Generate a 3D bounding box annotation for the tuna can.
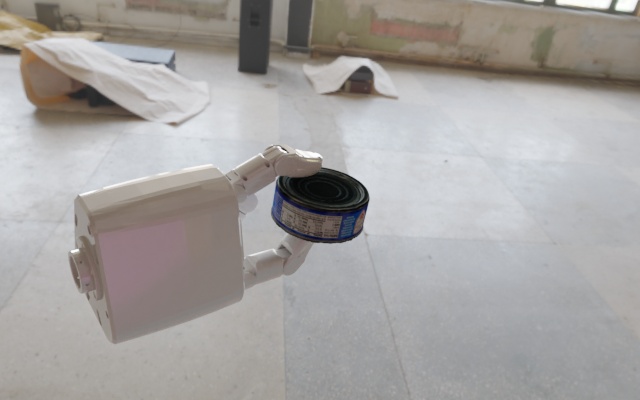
[{"bbox_3d":[0.000,0.001,0.428,0.086,0.034,0.086,9,28,-5],"label":"tuna can"}]
